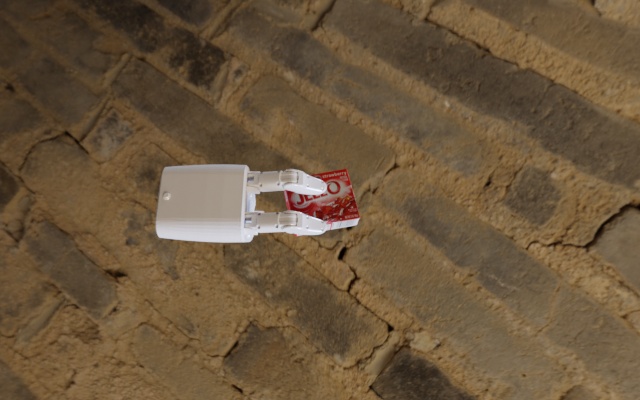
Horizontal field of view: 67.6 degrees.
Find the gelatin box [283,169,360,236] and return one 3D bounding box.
[{"bbox_3d":[0.000,0.002,0.630,0.089,0.073,0.030,-10,-22,-11],"label":"gelatin box"}]
